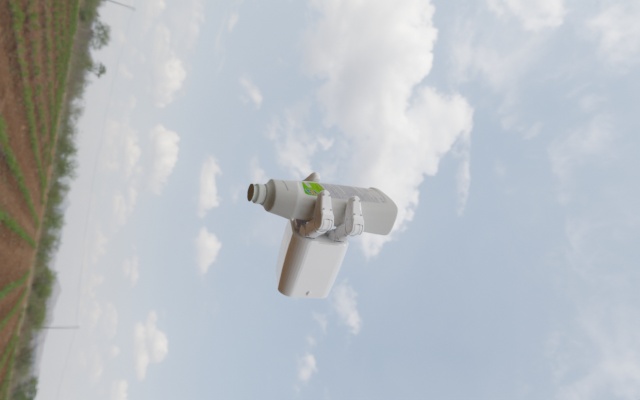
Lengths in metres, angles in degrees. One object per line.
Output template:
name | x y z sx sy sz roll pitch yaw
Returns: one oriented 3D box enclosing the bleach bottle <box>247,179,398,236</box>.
bleach bottle | 0.000 0.003 0.782 0.251 0.068 0.102 10 19 -29
